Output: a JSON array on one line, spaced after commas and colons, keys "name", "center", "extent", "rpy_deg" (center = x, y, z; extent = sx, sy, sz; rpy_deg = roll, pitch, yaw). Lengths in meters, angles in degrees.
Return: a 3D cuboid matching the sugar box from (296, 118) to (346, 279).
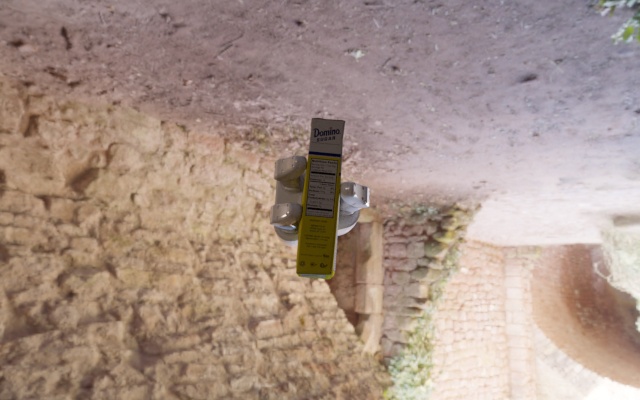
[{"name": "sugar box", "center": [0.000, 0.002, 0.563], "extent": [0.048, 0.176, 0.093], "rpy_deg": [3, -12, -1]}]
